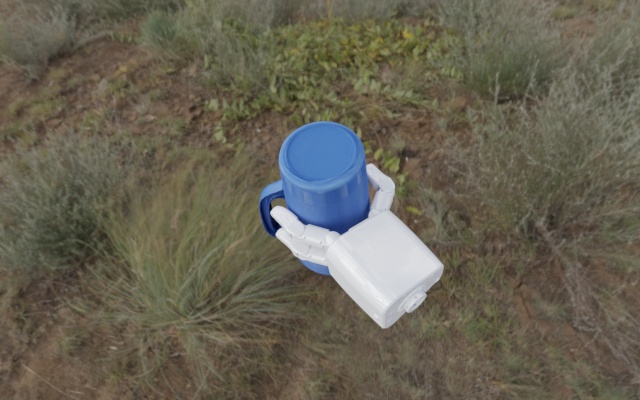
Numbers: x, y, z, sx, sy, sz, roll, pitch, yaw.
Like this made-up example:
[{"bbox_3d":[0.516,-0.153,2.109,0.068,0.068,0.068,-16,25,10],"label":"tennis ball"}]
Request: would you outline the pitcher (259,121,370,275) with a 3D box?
[{"bbox_3d":[0.000,0.002,0.687,0.149,0.145,0.243,-37,-28,-15],"label":"pitcher"}]
